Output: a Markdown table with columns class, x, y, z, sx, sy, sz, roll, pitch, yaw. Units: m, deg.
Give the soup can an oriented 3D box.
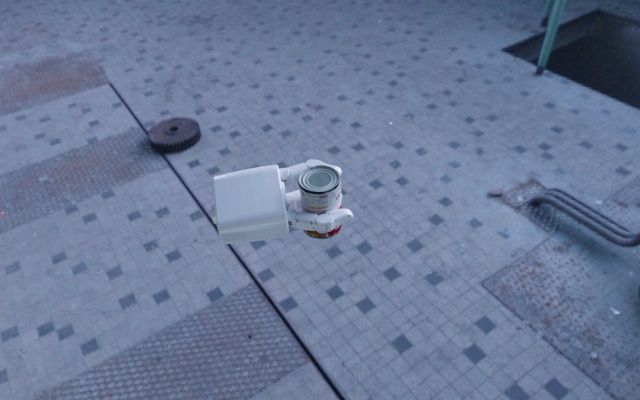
| class | x | y | z | sx | sy | sz | roll | pitch | yaw |
| --- | --- | --- | --- | --- | --- | --- | --- | --- | --- |
| soup can | 0.001 | 0.002 | 0.761 | 0.068 | 0.102 | 0.068 | -2 | 43 | 2 |
